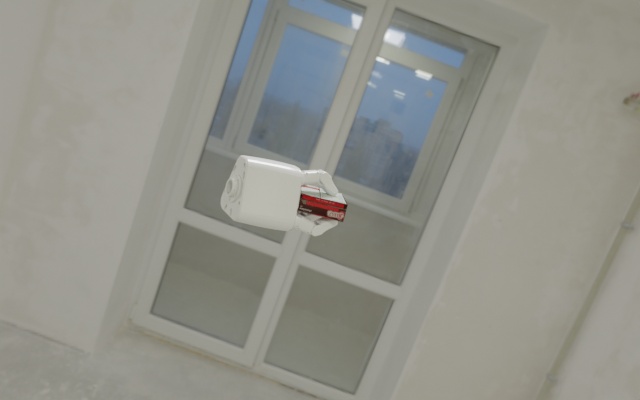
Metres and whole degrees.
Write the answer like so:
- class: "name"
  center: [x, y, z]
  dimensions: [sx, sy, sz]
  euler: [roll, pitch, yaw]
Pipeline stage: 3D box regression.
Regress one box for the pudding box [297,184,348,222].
- class: "pudding box"
  center: [0.000, 0.003, 0.899]
  dimensions: [0.090, 0.039, 0.113]
  euler: [15, 12, -5]
